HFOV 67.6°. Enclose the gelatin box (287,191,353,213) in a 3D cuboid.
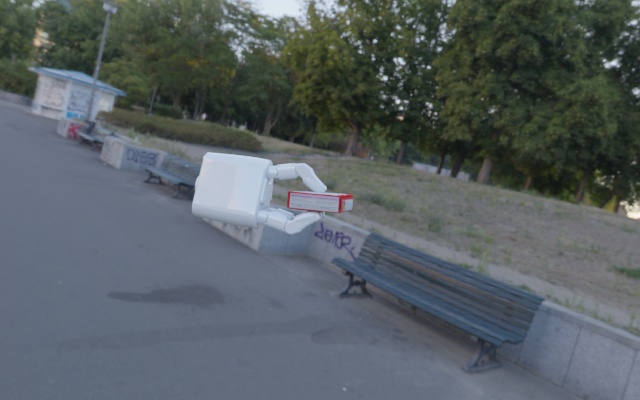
[{"bbox_3d":[0.000,0.002,0.765,0.089,0.030,0.073,4,3,18],"label":"gelatin box"}]
